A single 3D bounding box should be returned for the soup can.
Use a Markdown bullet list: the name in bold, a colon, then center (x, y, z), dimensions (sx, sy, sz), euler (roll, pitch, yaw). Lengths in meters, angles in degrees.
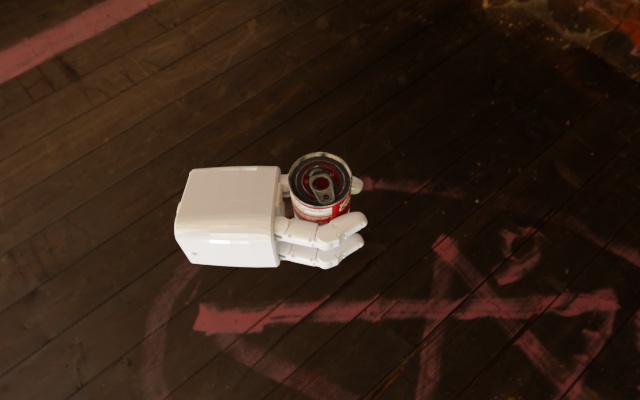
- **soup can**: center (0.001, 0.002, 0.543), dimensions (0.068, 0.068, 0.102), euler (0, -29, 1)
